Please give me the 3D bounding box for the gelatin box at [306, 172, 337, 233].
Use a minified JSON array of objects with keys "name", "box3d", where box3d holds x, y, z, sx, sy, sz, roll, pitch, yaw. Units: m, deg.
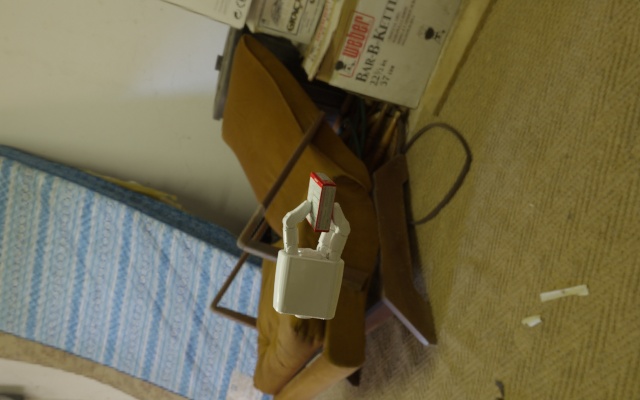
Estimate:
[{"name":"gelatin box","box3d":[0.000,0.002,0.843,0.030,0.089,0.073,3,19,-17]}]
